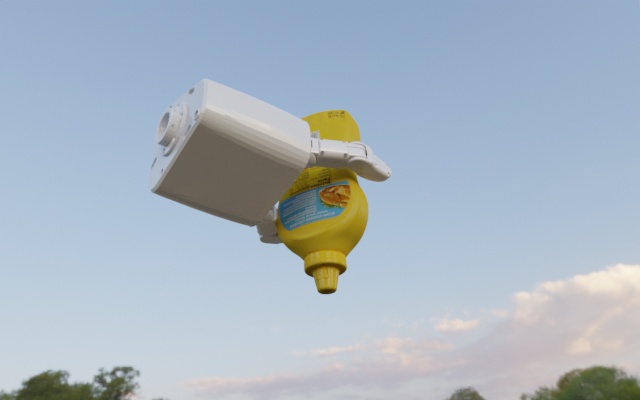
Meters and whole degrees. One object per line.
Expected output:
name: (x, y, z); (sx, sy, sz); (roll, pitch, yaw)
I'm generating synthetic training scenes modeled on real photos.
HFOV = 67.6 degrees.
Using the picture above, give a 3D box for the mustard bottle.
mustard bottle: (0.000, 0.001, 0.488); (0.096, 0.191, 0.058); (-17, -33, 21)
